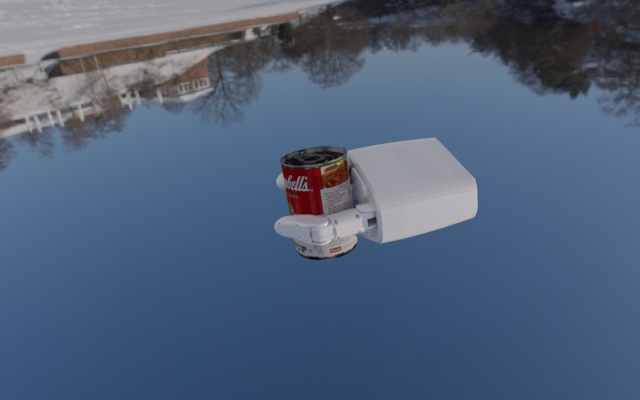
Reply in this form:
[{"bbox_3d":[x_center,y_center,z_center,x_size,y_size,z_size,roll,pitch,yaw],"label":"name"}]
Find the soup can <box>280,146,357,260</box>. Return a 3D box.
[{"bbox_3d":[0.000,0.002,0.494,0.068,0.102,0.068,-7,21,3],"label":"soup can"}]
